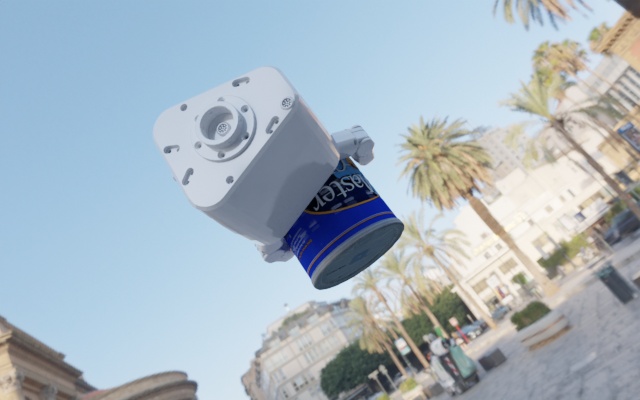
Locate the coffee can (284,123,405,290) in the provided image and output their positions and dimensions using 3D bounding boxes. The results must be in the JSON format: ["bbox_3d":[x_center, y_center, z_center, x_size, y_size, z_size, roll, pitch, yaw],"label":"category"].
[{"bbox_3d":[0.000,0.002,0.473,0.103,0.140,0.103,-30,-23,-14],"label":"coffee can"}]
